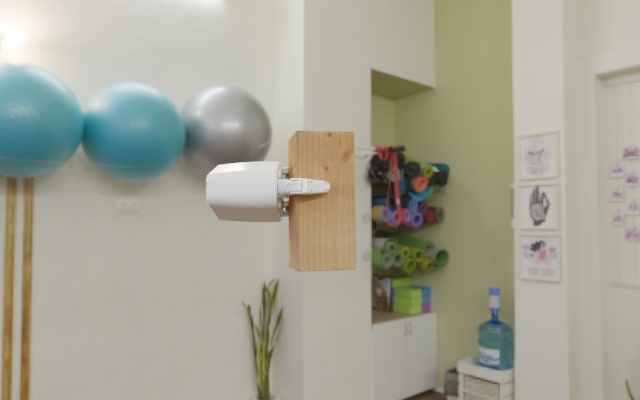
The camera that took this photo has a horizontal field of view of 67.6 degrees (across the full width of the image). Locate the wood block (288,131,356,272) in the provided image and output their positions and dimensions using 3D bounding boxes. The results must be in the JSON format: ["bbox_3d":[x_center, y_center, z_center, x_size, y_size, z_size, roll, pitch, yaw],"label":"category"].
[{"bbox_3d":[0.000,0.002,0.743,0.090,0.206,0.091,0,-2,-13],"label":"wood block"}]
